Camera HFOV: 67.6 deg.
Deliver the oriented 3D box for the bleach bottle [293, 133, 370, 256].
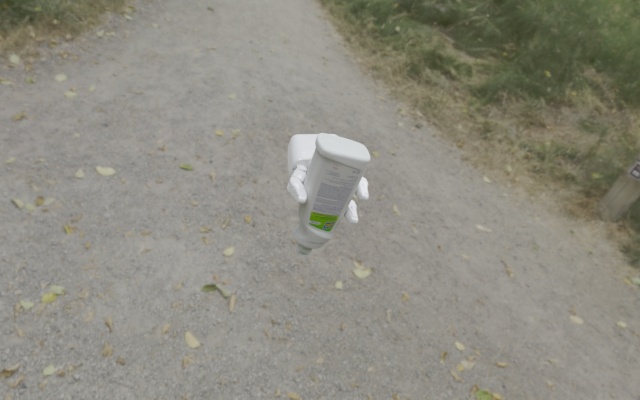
[{"bbox_3d":[0.000,0.003,0.891,0.102,0.251,0.068,12,34,-18],"label":"bleach bottle"}]
